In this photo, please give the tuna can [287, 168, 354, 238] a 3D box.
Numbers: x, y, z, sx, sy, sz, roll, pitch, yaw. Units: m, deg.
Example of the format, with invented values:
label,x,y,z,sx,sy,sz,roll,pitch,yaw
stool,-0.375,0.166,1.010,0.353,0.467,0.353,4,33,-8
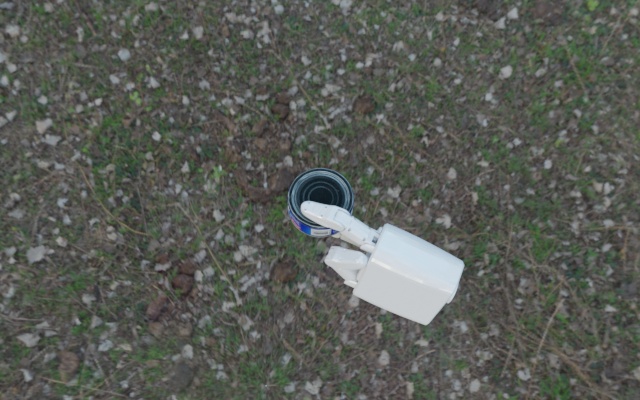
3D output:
label,x,y,z,sx,sy,sz,roll,pitch,yaw
tuna can,0.000,0.002,0.613,0.086,0.086,0.034,0,-23,-1
